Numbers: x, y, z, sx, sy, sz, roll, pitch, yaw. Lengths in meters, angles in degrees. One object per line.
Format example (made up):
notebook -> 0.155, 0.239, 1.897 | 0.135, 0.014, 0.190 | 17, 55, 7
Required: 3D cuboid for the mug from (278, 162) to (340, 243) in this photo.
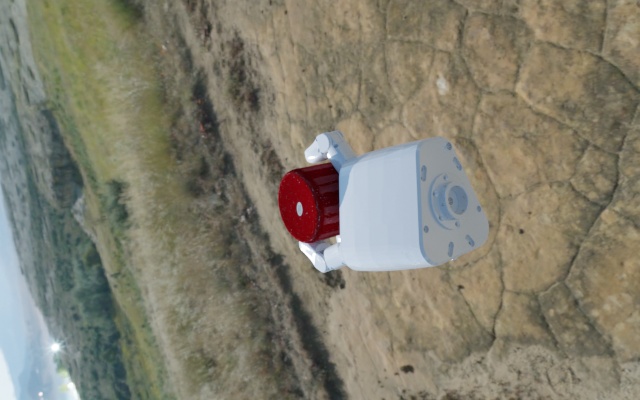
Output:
mug -> -0.001, 0.002, 0.540 | 0.081, 0.093, 0.117 | -13, -1, -35
